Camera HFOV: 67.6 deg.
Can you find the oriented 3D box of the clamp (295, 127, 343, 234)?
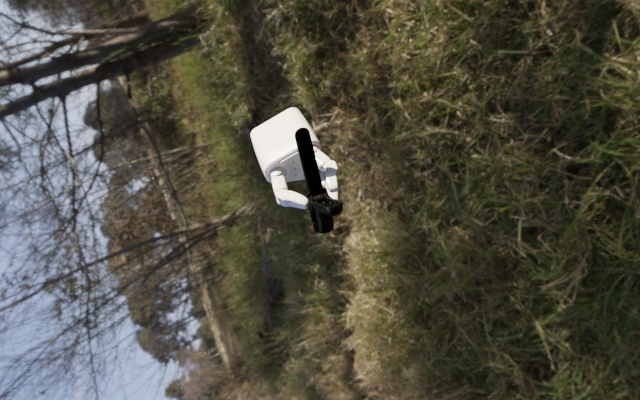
[{"bbox_3d":[-0.001,0.003,0.801,0.036,0.164,0.210,-17,-36,-9],"label":"clamp"}]
